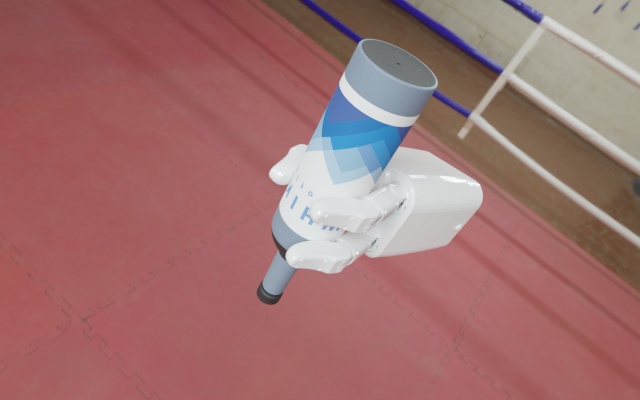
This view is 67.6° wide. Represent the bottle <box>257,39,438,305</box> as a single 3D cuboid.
[{"bbox_3d":[0.000,0.001,0.440,0.069,0.069,0.296,0,-44,-33],"label":"bottle"}]
